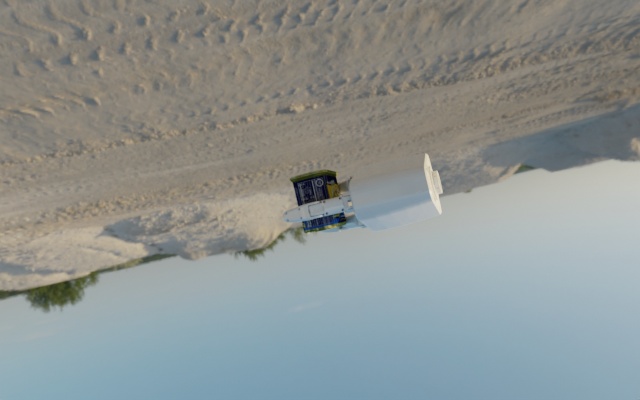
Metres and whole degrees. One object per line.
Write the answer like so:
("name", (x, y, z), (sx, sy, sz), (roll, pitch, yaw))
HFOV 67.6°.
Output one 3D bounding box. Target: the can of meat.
("can of meat", (0.000, 0.003, 0.714), (0.057, 0.084, 0.102), (-14, -3, 14))
